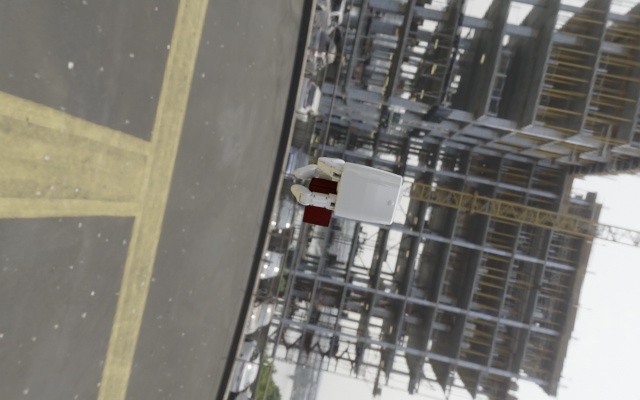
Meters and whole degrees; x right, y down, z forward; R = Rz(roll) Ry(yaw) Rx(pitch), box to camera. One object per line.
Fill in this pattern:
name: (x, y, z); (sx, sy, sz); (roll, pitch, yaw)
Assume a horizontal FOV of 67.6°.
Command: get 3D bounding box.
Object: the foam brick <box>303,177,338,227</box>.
foam brick: (0.000, 0.003, 0.899); (0.051, 0.078, 0.053); (12, 20, 3)
